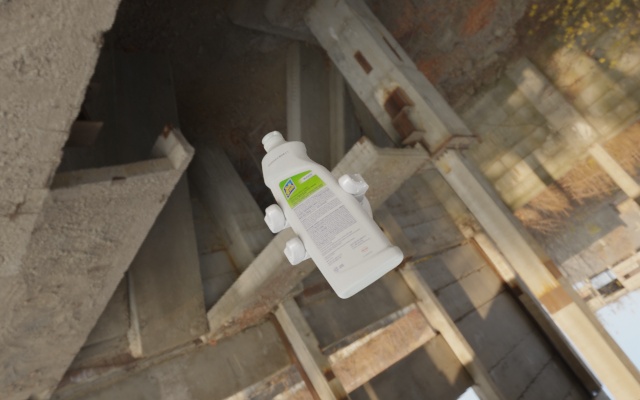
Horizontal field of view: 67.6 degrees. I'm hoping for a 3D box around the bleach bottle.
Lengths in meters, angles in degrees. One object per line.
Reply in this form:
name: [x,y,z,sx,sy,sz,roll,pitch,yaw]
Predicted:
bleach bottle: [0.000,0.002,0.651,0.102,0.250,0.068,-33,-20,-1]
